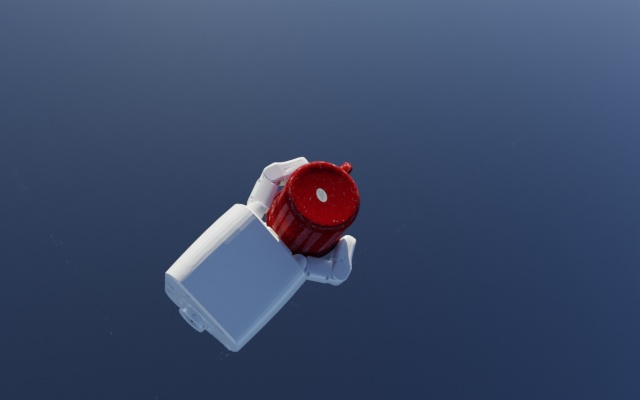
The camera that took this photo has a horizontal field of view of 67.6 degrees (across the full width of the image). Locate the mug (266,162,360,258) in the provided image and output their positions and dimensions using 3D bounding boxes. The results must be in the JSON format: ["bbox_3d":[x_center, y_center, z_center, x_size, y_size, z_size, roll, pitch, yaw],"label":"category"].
[{"bbox_3d":[0.001,0.001,0.531,0.117,0.093,0.081,-48,-2,-29],"label":"mug"}]
